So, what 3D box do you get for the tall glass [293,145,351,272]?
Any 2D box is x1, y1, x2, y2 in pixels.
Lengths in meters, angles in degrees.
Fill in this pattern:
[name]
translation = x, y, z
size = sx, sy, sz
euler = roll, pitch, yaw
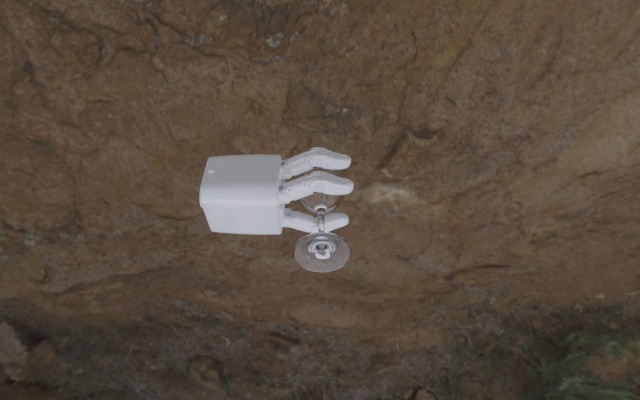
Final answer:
[tall glass]
translation = 0.000, 0.003, 0.685
size = 0.079, 0.079, 0.200
euler = 0, 41, -1
